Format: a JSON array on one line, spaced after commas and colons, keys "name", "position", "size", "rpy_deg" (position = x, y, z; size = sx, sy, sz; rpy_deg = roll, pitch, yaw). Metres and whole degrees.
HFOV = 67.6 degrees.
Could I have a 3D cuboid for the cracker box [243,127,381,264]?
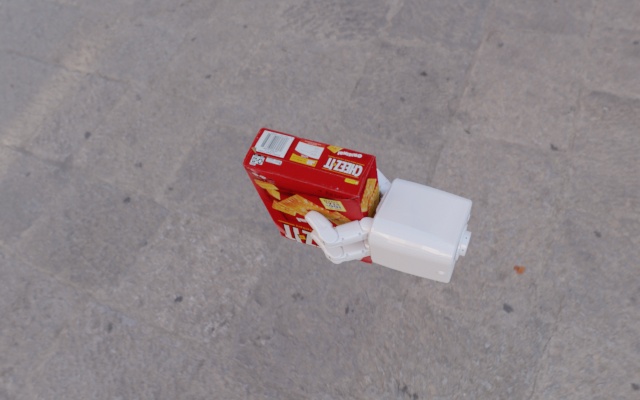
[{"name": "cracker box", "position": [0.000, 0.002, 0.679], "size": [0.164, 0.072, 0.214], "rpy_deg": [16, -26, 19]}]
